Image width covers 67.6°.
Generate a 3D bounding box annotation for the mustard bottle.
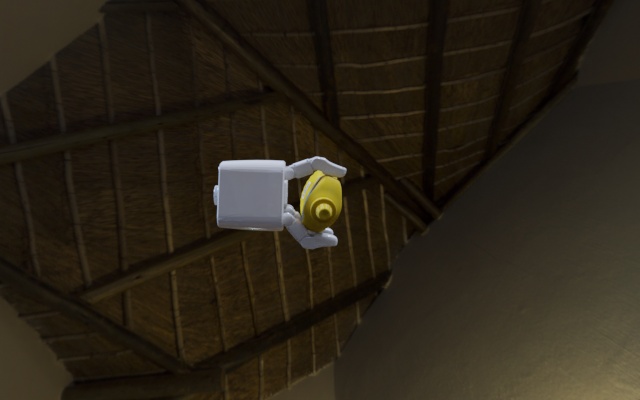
[{"bbox_3d":[0.000,0.003,0.806,0.058,0.096,0.191,25,8,-7],"label":"mustard bottle"}]
